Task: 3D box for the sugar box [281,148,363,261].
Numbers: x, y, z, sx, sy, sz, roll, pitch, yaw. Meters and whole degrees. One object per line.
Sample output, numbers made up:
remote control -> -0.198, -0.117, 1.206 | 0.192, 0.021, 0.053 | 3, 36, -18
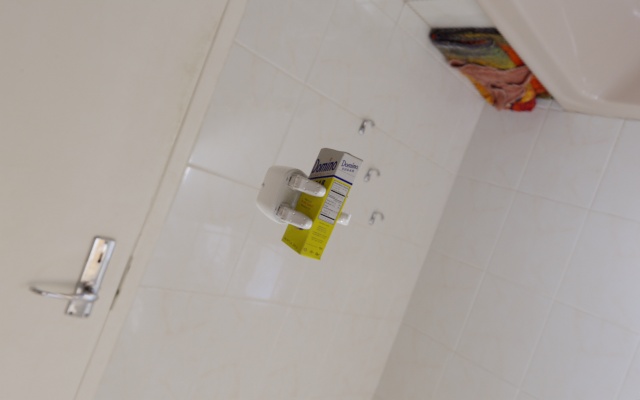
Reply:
sugar box -> 0.000, 0.002, 0.783 | 0.048, 0.176, 0.093 | 21, 1, -26
